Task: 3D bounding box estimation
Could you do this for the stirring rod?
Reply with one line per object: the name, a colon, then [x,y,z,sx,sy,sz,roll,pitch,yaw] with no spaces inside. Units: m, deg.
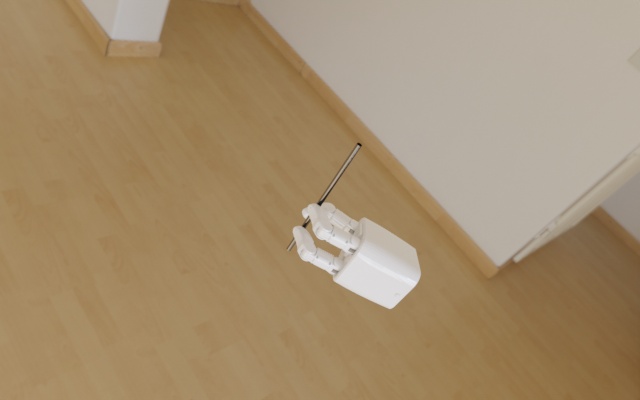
stirring rod: [0.000,0.002,0.733,0.011,0.011,0.240,0,-42,-37]
